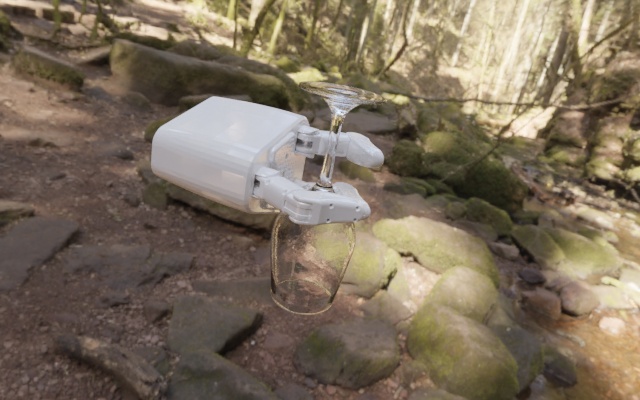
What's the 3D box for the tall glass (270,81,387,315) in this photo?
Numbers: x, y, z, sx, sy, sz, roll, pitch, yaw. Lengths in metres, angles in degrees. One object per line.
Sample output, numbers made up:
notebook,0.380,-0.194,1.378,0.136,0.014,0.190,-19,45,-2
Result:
tall glass,0.000,0.001,0.427,0.079,0.201,0.079,10,20,-4
